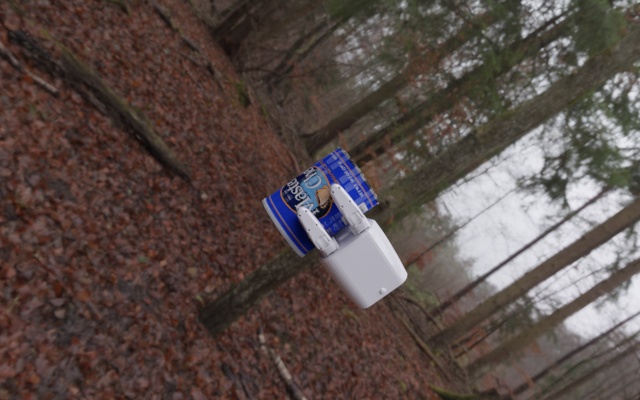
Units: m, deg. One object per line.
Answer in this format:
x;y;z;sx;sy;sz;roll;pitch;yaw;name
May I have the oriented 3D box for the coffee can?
0.000;0.002;0.704;0.140;0.103;0.103;-35;0;0;coffee can
